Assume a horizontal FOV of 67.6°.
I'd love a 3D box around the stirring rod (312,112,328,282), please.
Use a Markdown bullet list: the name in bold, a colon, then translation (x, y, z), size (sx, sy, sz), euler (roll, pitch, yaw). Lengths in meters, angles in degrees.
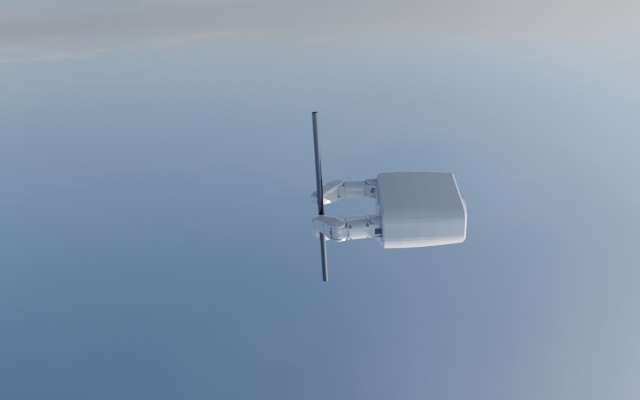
- **stirring rod**: translation (0.000, 0.002, 0.637), size (0.011, 0.240, 0.011), euler (-3, 22, 1)
